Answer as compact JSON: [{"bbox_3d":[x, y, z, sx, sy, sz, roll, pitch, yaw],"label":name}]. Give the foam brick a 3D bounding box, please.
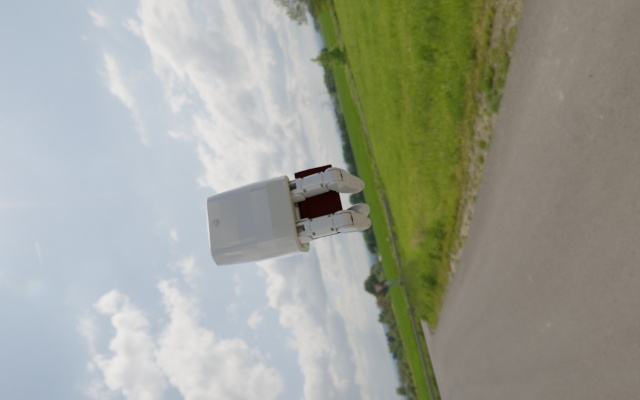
[{"bbox_3d":[0.000,0.002,0.613,0.051,0.078,0.053,-13,-25,4],"label":"foam brick"}]
